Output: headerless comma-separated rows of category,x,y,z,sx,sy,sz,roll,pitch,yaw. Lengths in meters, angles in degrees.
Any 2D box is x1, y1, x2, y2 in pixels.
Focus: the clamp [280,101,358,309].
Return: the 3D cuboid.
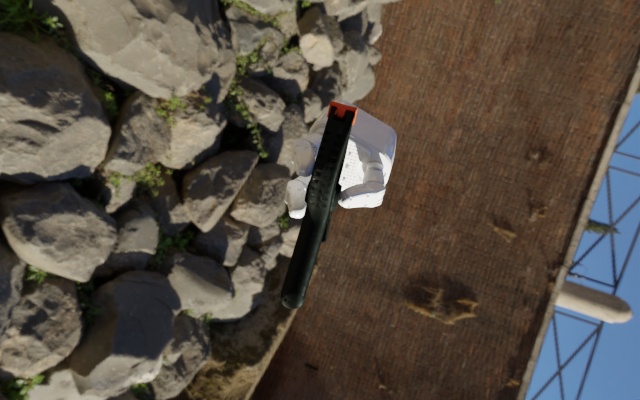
clamp,0.001,0.001,0.513,0.036,0.210,0.164,15,31,4
